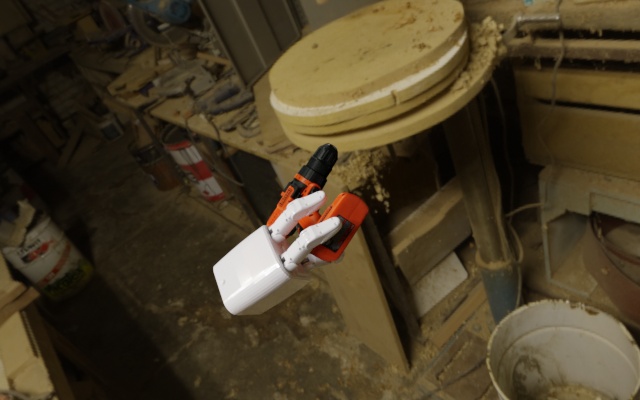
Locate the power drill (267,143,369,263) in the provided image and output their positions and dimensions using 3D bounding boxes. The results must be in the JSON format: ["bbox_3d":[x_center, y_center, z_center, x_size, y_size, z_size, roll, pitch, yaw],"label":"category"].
[{"bbox_3d":[0.000,0.003,0.759,0.057,0.184,0.187,31,2,-28],"label":"power drill"}]
